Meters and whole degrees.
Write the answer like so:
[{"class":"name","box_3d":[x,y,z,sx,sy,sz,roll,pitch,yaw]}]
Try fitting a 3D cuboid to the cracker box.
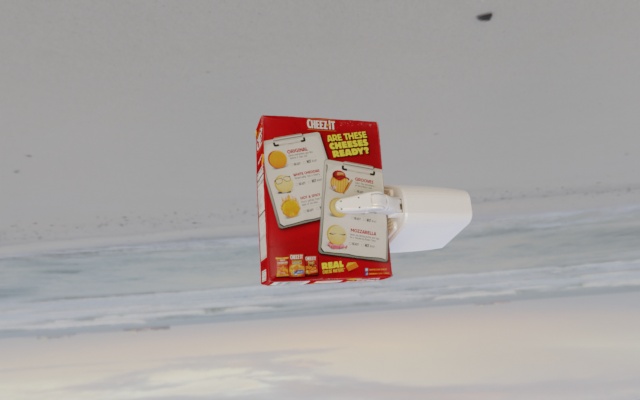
[{"class":"cracker box","box_3d":[0.000,0.002,0.635,0.164,0.213,0.072,0,-14,-18]}]
